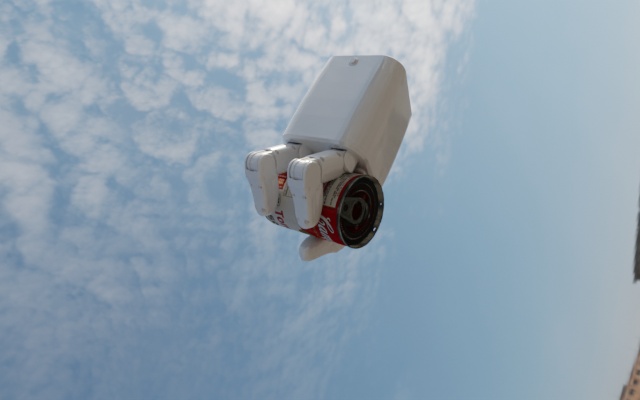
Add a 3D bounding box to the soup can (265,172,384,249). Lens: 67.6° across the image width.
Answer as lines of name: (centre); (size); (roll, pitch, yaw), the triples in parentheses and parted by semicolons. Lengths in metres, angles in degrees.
soup can: (0.000, 0.002, 0.460); (0.102, 0.068, 0.068); (13, 8, 39)
